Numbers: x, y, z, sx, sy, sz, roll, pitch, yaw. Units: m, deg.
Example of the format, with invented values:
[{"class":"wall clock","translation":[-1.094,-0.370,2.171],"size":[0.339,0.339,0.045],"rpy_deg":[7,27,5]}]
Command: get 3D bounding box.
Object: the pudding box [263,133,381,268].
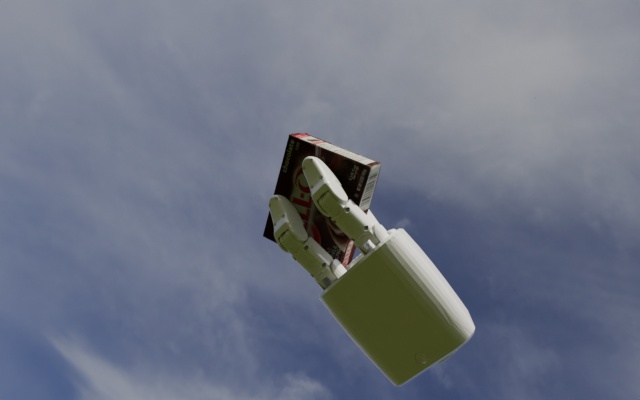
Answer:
[{"class":"pudding box","translation":[0.000,0.002,0.465],"size":[0.090,0.113,0.039],"rpy_deg":[24,18,22]}]
